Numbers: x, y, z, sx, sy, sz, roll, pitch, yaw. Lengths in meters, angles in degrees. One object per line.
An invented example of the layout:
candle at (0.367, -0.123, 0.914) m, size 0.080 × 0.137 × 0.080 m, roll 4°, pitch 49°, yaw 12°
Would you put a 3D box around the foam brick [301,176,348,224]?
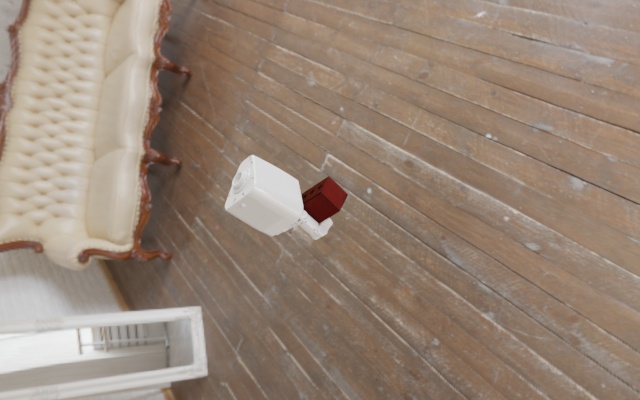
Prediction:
foam brick at (0.000, 0.003, 0.876) m, size 0.078 × 0.051 × 0.053 m, roll -32°, pitch 19°, yaw 37°
